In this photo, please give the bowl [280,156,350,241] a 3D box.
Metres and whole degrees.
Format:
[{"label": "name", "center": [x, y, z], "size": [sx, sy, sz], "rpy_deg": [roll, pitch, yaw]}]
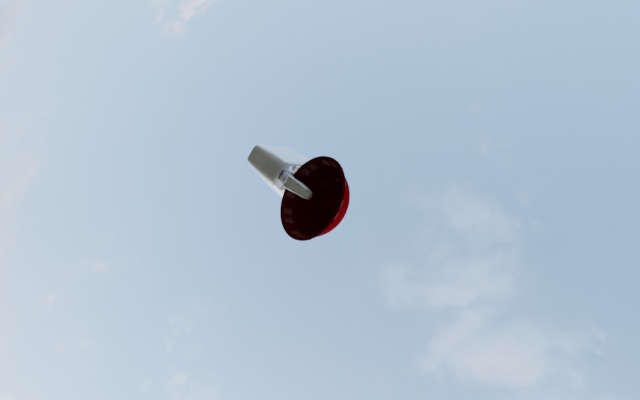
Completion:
[{"label": "bowl", "center": [0.001, 0.004, 0.872], "size": [0.162, 0.162, 0.055], "rpy_deg": [0, -19, 46]}]
